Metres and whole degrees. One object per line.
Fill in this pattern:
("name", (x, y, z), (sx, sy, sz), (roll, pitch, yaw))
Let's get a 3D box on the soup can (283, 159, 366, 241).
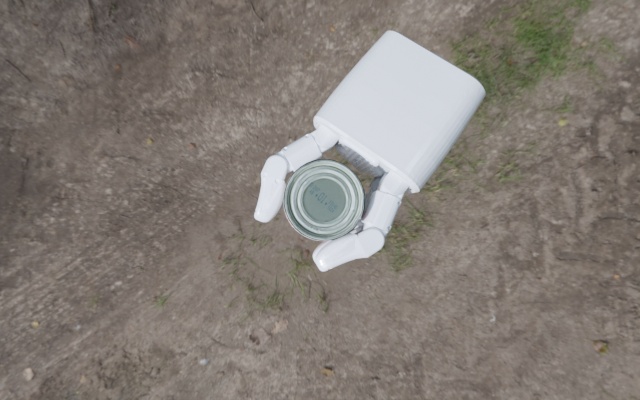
("soup can", (0.000, 0.002, 0.429), (0.068, 0.068, 0.102), (0, -2, -4))
